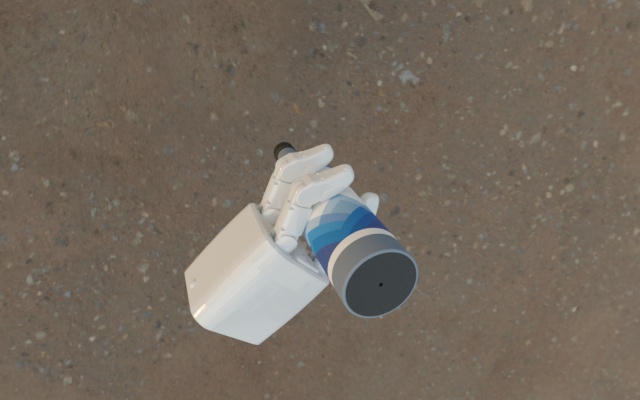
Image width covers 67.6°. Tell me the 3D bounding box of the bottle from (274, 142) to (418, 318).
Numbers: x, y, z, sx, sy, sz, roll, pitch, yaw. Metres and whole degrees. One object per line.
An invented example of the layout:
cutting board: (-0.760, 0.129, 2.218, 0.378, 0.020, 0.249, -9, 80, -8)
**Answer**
bottle: (0.000, 0.002, 0.499, 0.069, 0.069, 0.295, 0, 26, -21)
